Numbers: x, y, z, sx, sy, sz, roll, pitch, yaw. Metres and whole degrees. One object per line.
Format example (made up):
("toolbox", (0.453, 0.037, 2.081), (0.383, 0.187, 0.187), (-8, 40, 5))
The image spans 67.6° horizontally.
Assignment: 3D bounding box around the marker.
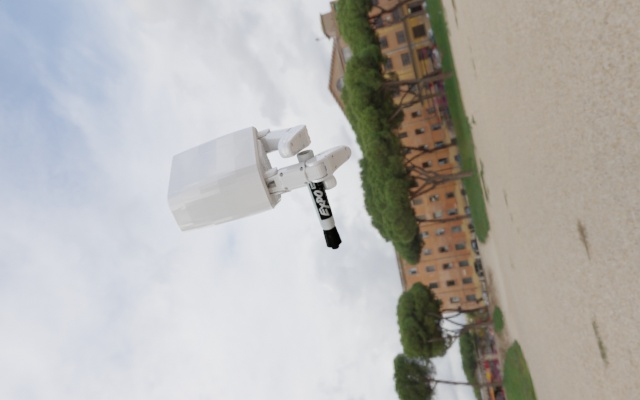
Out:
("marker", (0.000, 0.002, 0.537), (0.020, 0.121, 0.020), (-16, 21, 6))
